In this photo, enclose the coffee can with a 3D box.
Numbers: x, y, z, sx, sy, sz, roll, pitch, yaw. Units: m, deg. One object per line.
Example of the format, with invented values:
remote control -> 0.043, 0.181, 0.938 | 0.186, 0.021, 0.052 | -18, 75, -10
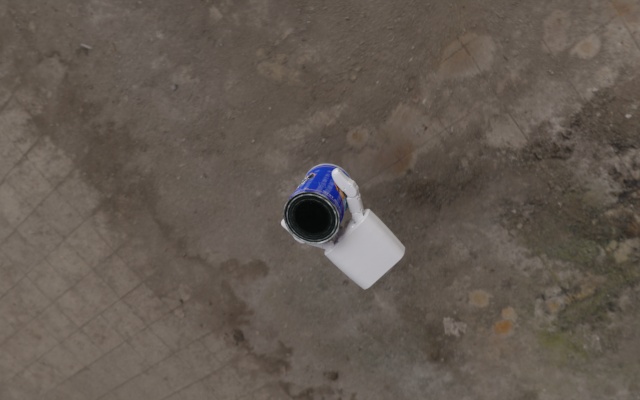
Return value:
coffee can -> 0.000, 0.003, 0.887 | 0.103, 0.103, 0.140 | 0, 24, 15
